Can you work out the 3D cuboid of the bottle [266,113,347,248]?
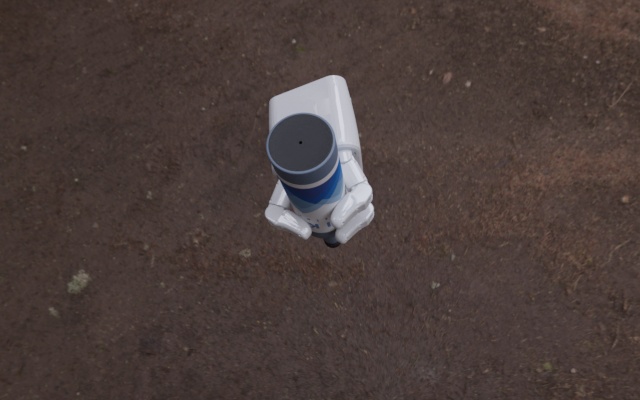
[{"bbox_3d":[0.000,0.002,0.582,0.069,0.069,0.296,0,-23,8],"label":"bottle"}]
